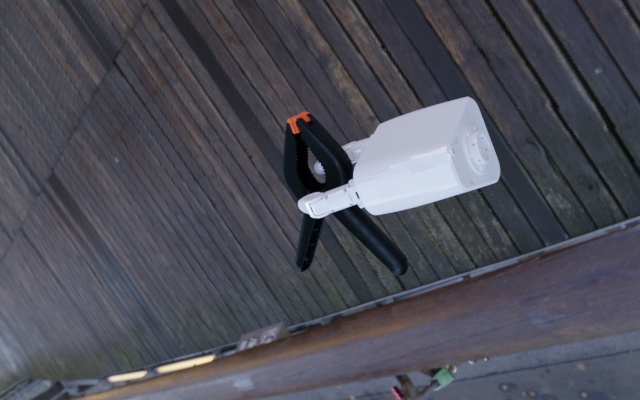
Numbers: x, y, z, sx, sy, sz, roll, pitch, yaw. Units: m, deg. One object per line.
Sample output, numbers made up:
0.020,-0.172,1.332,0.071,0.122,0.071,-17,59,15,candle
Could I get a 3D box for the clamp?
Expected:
0.000,0.002,0.570,0.164,0.210,0.036,-14,15,42,clamp
